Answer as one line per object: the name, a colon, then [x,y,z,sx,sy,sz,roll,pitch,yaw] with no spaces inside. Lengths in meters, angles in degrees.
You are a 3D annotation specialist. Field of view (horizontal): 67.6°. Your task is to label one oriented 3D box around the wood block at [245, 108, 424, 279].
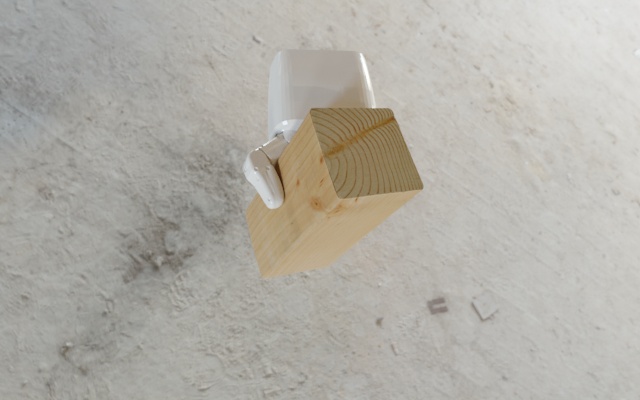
wood block: [0.000,0.001,0.495,0.091,0.090,0.206,-6,-24,-28]
